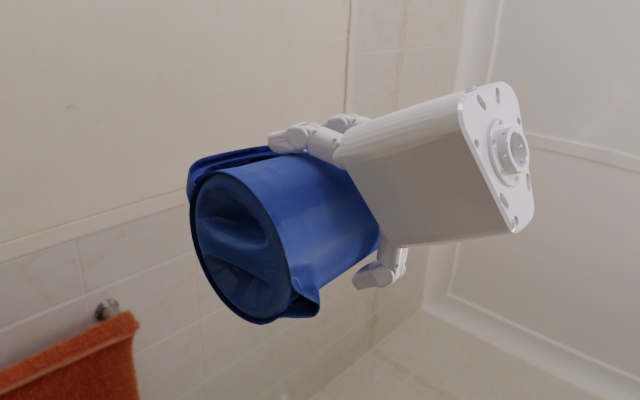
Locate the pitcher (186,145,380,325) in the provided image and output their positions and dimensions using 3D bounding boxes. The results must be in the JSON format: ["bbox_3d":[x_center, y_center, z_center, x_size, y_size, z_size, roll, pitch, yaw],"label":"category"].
[{"bbox_3d":[0.000,0.002,0.471,0.243,0.149,0.145,-23,8,-43],"label":"pitcher"}]
